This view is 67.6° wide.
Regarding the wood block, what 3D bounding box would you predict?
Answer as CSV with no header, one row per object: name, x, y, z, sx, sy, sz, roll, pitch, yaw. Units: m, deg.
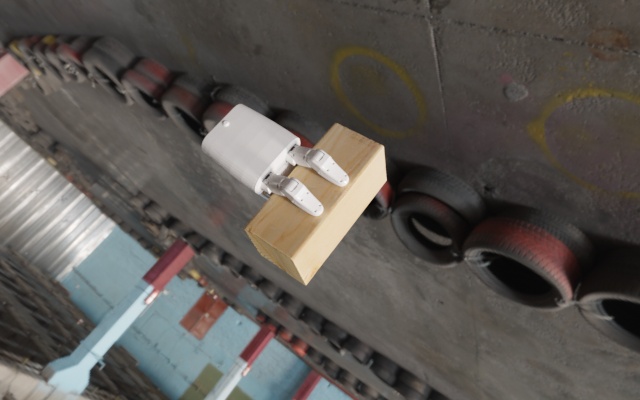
wood block,0.000,0.002,0.682,0.090,0.206,0.091,30,-21,24
